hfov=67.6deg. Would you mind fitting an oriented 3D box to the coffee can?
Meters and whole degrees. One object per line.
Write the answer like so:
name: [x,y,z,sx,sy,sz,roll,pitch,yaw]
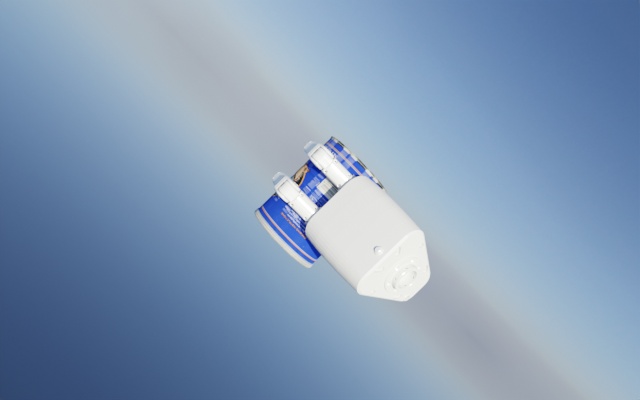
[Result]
coffee can: [0.000,0.002,0.618,0.140,0.103,0.103,-44,-2,2]
